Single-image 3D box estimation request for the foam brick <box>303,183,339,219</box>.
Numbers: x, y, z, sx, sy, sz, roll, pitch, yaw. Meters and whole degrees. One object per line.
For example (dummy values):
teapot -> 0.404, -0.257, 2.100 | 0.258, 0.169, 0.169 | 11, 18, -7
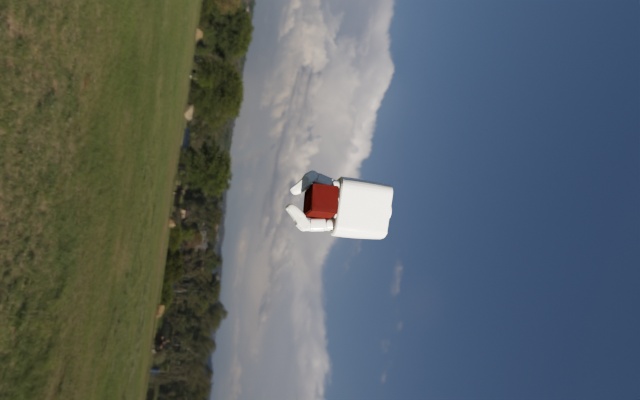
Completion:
foam brick -> 0.000, 0.003, 0.897 | 0.051, 0.053, 0.078 | 7, -13, -12
